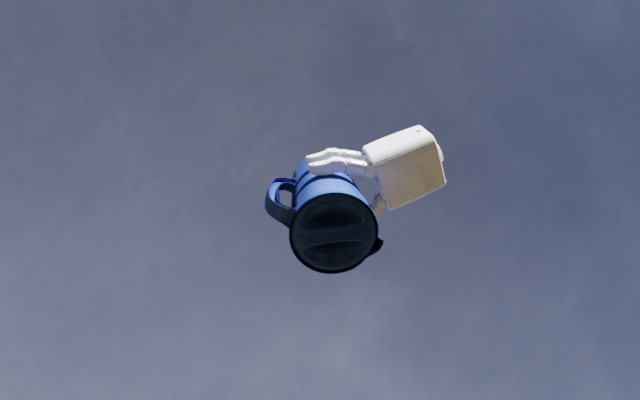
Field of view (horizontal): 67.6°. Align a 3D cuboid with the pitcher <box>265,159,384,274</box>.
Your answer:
[{"bbox_3d":[0.000,0.003,0.799,0.145,0.149,0.242,-24,23,4],"label":"pitcher"}]
